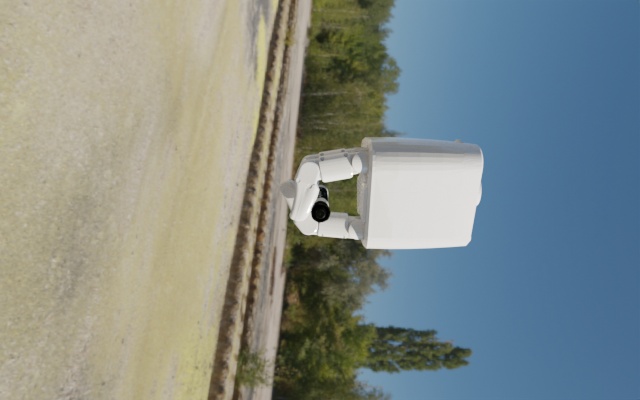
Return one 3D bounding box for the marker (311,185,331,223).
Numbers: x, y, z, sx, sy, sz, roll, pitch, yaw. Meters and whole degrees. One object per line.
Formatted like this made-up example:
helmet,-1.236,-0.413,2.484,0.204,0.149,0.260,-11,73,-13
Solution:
marker,0.000,0.002,0.507,0.020,0.020,0.121,0,11,0
